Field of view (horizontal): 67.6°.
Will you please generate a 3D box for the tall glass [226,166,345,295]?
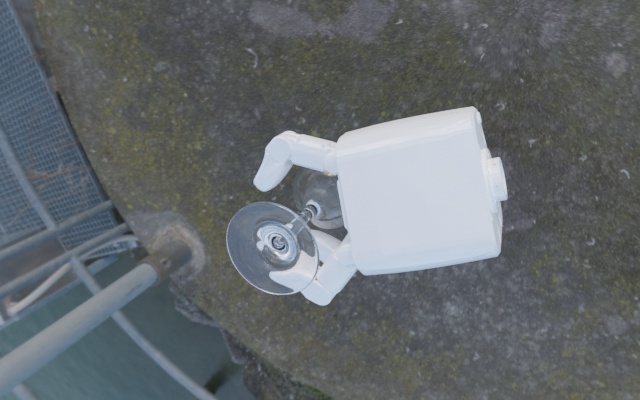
[{"bbox_3d":[0.000,0.002,0.430,0.079,0.079,0.201,0,20,22],"label":"tall glass"}]
